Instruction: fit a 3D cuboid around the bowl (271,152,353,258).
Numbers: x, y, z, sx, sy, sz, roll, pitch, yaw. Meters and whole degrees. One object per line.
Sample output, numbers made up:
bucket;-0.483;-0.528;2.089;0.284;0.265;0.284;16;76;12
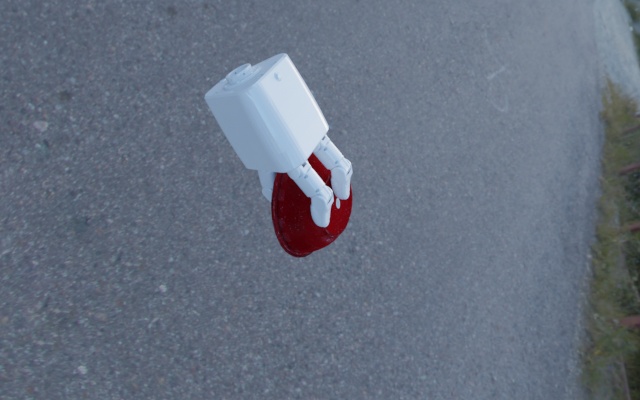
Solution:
bowl;0.001;0.003;0.663;0.055;0.162;0.162;5;2;30
